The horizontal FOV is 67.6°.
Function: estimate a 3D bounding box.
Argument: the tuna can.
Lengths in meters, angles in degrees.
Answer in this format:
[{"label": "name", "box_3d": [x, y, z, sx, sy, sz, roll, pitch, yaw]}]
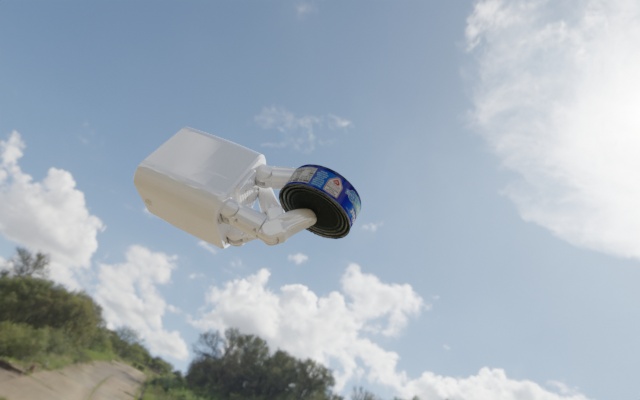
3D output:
[{"label": "tuna can", "box_3d": [0.000, 0.001, 0.515, 0.086, 0.033, 0.086, 23, -32, 15]}]
